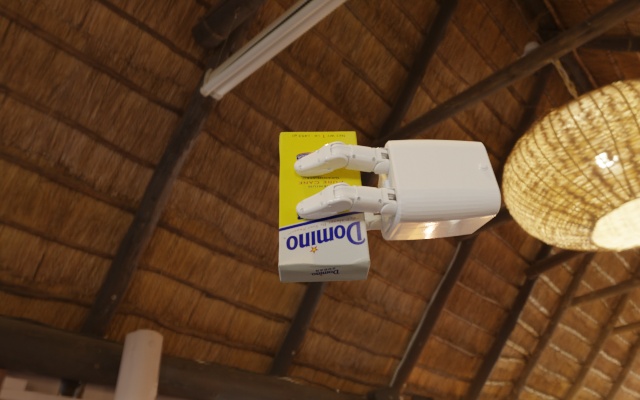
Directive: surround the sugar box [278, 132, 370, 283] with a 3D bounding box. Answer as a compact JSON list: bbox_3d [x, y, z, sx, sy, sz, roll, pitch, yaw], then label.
[{"bbox_3d":[0.000,0.001,0.529,0.093,0.176,0.048,-2,-36,-3],"label":"sugar box"}]
